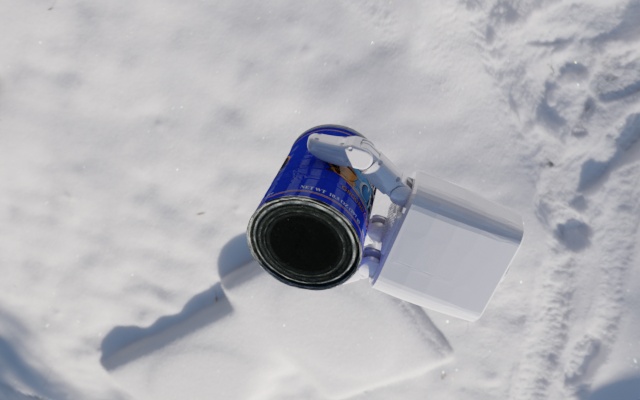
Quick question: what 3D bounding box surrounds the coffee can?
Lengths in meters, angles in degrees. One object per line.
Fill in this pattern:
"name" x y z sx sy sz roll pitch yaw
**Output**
"coffee can" 0.000 0.001 0.463 0.103 0.103 0.140 0 33 15
